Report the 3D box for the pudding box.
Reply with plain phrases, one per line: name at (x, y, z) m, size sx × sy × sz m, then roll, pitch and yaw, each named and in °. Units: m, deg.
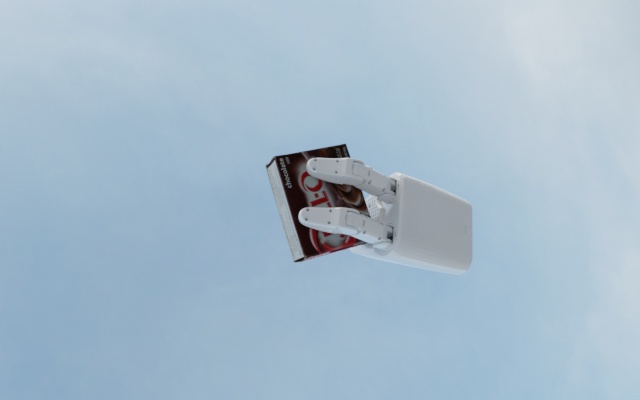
pudding box at (0.000, 0.002, 0.516) m, size 0.090 × 0.113 × 0.039 m, roll -13°, pitch -11°, yaw -29°
